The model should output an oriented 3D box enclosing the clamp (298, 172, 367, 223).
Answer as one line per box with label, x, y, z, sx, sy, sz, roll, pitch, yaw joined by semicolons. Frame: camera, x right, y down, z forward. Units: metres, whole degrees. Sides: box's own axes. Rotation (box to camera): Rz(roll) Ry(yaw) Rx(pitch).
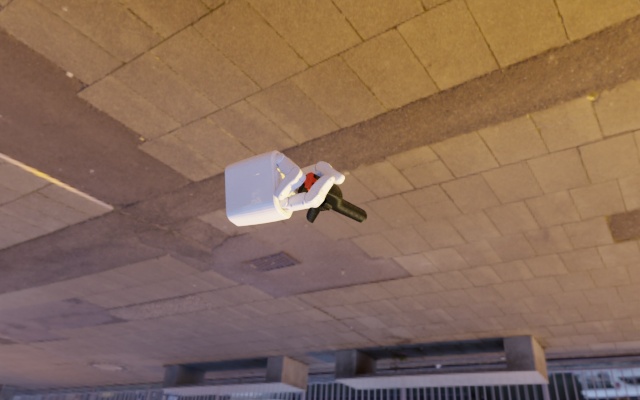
clamp;0.000;0.003;0.868;0.120;0.039;0.171;-12;-33;26
